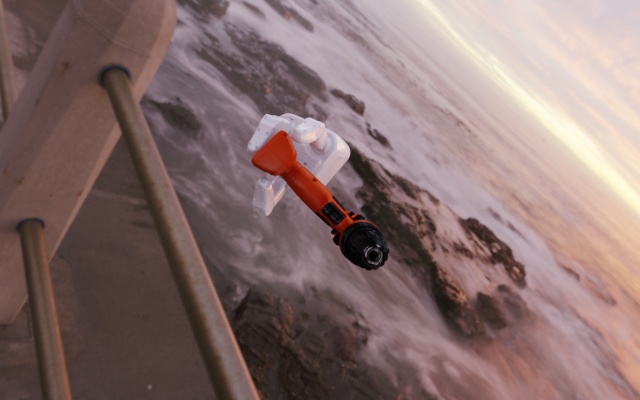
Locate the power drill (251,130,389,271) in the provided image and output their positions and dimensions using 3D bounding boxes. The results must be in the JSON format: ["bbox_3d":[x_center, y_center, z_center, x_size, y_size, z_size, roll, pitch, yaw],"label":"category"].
[{"bbox_3d":[0.000,0.001,0.574,0.057,0.187,0.184,-43,6,-2],"label":"power drill"}]
